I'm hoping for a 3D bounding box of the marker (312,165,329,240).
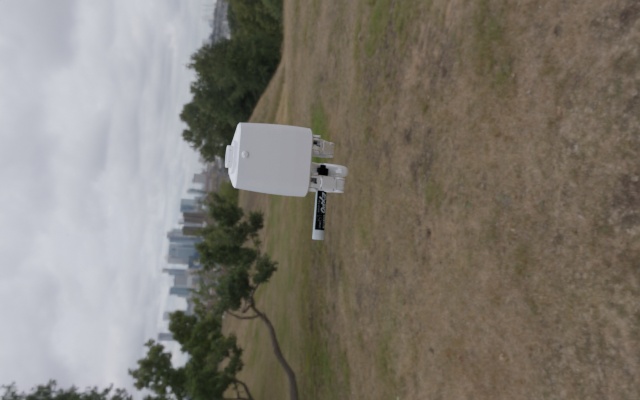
[{"bbox_3d":[0.000,0.003,0.770,0.020,0.121,0.020,4,-3,0],"label":"marker"}]
